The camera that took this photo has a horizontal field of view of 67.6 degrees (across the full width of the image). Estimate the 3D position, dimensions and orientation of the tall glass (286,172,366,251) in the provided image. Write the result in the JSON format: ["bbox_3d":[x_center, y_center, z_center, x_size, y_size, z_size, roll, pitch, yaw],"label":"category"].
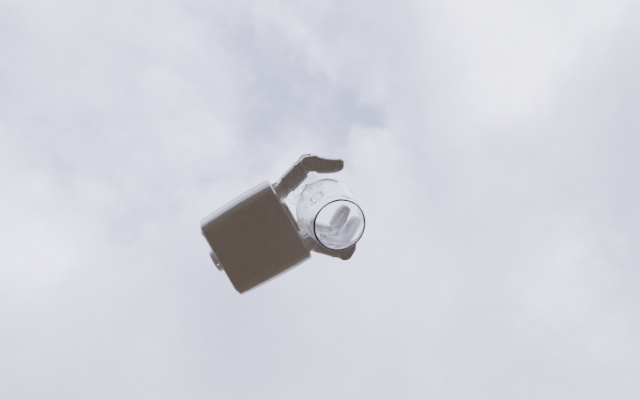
[{"bbox_3d":[0.000,0.002,0.633,0.079,0.079,0.201,0,15,-14],"label":"tall glass"}]
